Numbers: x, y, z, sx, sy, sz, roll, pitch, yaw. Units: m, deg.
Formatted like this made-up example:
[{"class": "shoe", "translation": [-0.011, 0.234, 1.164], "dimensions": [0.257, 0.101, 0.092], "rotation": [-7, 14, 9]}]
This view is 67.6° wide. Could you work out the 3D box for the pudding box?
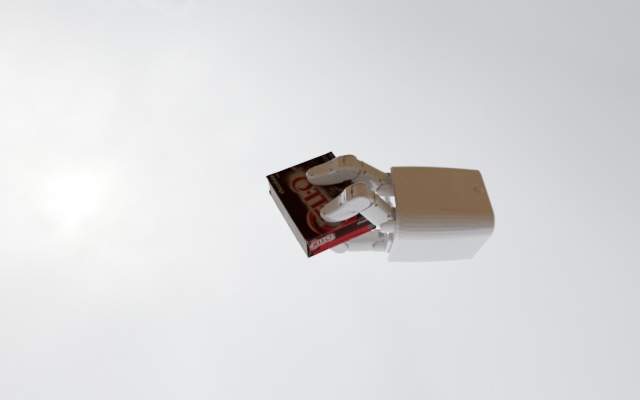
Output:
[{"class": "pudding box", "translation": [0.000, 0.002, 0.553], "dimensions": [0.090, 0.039, 0.113], "rotation": [-22, 50, -18]}]
